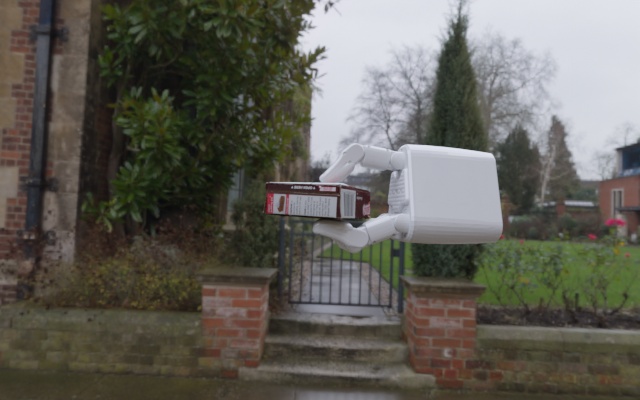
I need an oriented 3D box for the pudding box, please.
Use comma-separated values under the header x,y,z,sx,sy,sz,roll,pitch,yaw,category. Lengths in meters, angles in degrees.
x,y,z,sx,sy,sz,roll,pitch,yaw,category
0.000,0.002,0.545,0.090,0.039,0.113,2,-3,21,pudding box
